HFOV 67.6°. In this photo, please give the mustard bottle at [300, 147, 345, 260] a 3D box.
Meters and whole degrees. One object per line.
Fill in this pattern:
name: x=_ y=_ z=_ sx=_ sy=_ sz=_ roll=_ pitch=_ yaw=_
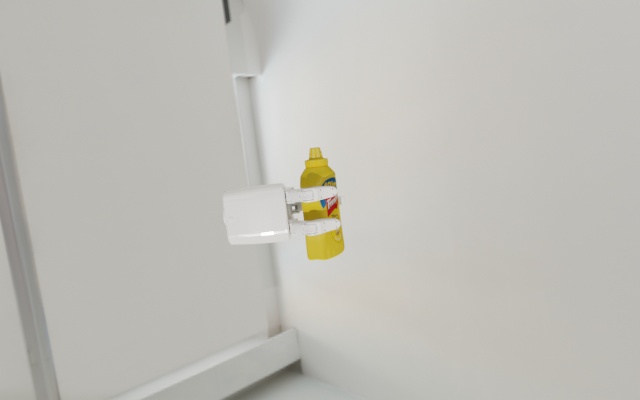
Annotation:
mustard bottle: x=0.000 y=0.003 z=0.839 sx=0.058 sy=0.191 sz=0.096 roll=-4 pitch=7 yaw=26
